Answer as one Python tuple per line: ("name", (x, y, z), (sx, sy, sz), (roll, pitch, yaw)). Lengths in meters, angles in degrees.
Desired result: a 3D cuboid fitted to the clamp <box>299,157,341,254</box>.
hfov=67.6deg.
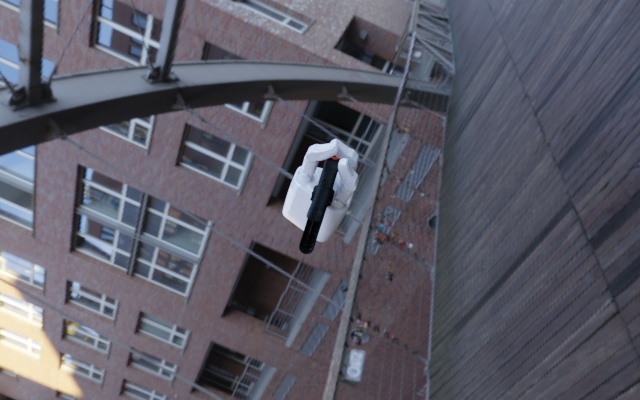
("clamp", (0.000, 0.002, 0.783), (0.039, 0.171, 0.120), (23, -42, -2))
